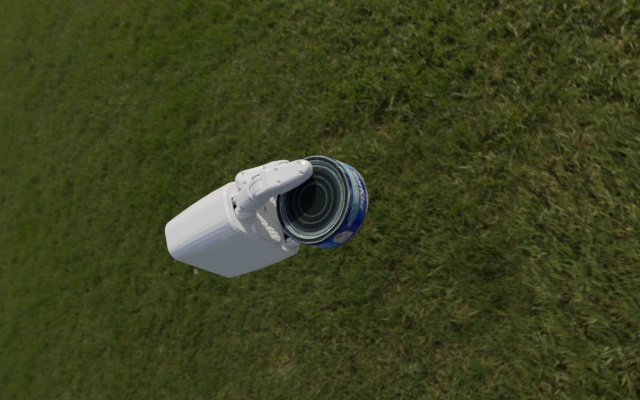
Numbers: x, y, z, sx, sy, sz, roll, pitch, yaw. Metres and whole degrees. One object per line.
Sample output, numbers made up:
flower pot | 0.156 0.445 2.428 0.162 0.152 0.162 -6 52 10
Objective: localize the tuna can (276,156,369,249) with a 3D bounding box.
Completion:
tuna can | 0.000 0.001 0.451 0.086 0.086 0.034 0 -10 34
